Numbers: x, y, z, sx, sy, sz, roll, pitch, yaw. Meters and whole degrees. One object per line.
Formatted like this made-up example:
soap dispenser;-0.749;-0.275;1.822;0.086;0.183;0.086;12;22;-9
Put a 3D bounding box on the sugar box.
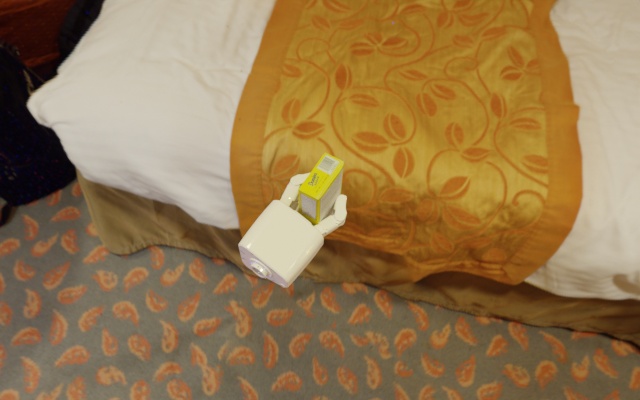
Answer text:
sugar box;0.000;0.003;0.875;0.048;0.093;0.176;29;-28;13
